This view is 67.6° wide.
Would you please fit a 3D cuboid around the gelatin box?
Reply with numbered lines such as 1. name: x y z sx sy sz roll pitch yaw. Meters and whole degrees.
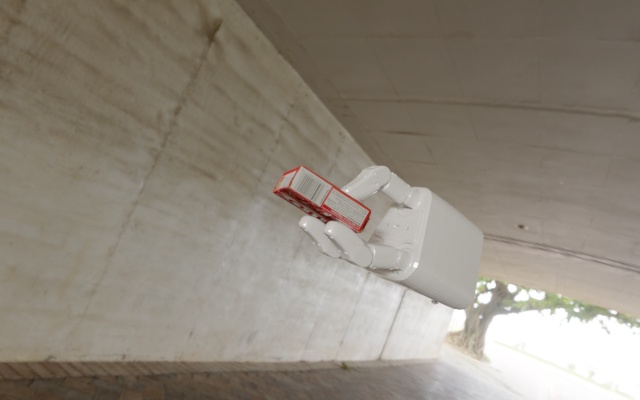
1. gelatin box: 0.000 0.001 0.499 0.089 0.030 0.073 33 -11 -14
